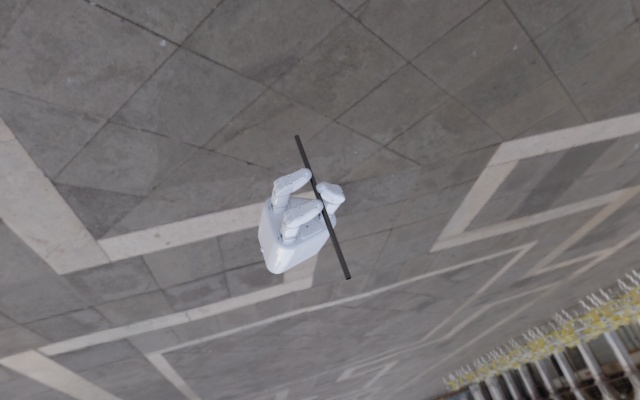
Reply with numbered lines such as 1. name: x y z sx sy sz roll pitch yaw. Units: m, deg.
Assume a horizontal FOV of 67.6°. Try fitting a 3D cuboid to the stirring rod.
1. stirring rod: 0.000 0.002 0.683 0.011 0.239 0.011 -16 -27 -8
